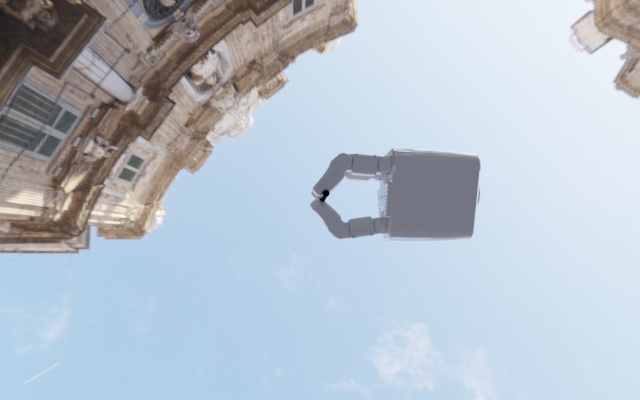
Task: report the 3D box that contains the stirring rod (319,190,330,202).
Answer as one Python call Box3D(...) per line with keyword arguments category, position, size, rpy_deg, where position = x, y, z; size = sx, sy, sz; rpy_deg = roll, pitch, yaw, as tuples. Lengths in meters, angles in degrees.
Box3D(category="stirring rod", position=(0.000, 0.002, 0.633), size=(0.011, 0.011, 0.239), rpy_deg=(0, -5, -3))
